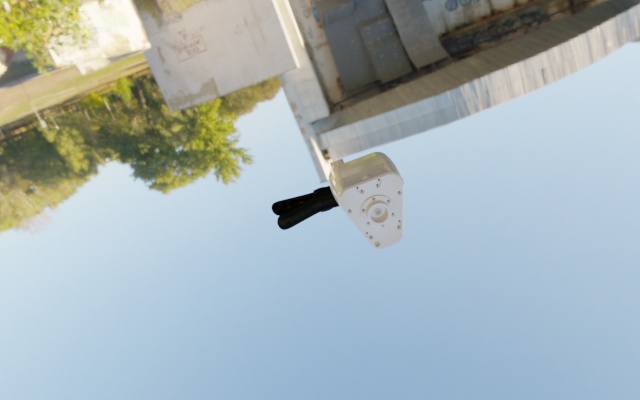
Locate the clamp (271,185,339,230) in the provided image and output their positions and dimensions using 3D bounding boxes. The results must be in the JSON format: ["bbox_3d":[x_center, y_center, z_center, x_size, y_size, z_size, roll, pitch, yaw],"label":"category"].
[{"bbox_3d":[0.000,0.003,0.768,0.171,0.039,0.120,-20,20,3],"label":"clamp"}]
